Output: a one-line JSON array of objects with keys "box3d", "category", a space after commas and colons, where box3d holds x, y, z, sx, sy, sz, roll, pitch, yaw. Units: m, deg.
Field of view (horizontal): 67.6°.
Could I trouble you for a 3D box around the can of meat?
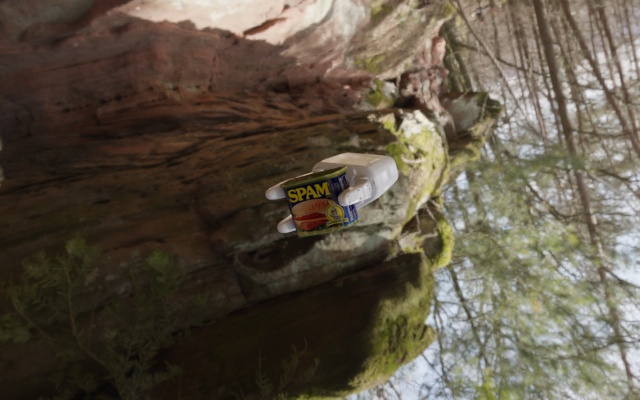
[{"box3d": [0.000, 0.003, 0.710, 0.102, 0.084, 0.057, -12, 11, 28], "category": "can of meat"}]
